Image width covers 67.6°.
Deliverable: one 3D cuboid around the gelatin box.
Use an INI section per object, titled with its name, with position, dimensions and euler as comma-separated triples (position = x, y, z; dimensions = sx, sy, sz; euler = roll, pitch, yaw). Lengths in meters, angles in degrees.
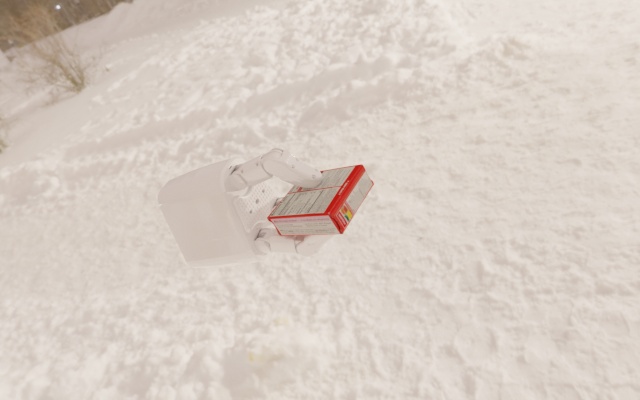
[gelatin box]
position = 0.000, 0.001, 0.483
dimensions = 0.089, 0.030, 0.073
euler = -7, 37, 43
